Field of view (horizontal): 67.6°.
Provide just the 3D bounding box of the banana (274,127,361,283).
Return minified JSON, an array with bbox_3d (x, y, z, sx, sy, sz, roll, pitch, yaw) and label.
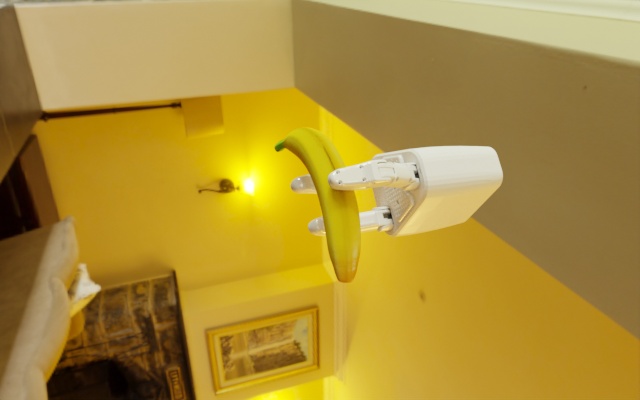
[{"bbox_3d":[0.005,-0.013,0.490,0.037,0.197,0.070,-4,-40,-28],"label":"banana"}]
